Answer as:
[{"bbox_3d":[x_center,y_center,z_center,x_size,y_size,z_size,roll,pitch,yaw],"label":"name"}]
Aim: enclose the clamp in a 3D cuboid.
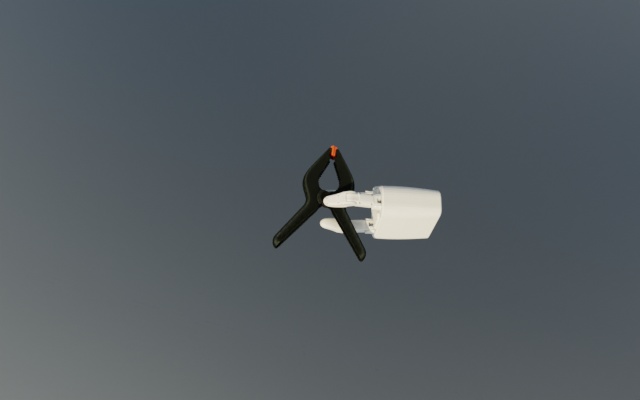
[{"bbox_3d":[0.000,0.002,0.858,0.164,0.210,0.036,3,-16,-4],"label":"clamp"}]
